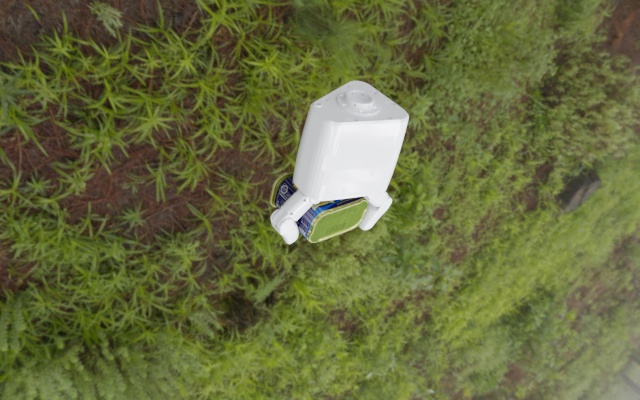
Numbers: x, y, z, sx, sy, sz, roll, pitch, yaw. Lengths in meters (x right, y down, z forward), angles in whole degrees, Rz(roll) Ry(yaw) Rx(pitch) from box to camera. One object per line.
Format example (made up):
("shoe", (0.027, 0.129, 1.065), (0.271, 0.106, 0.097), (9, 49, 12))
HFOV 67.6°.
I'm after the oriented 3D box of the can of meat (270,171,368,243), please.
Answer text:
("can of meat", (0.000, 0.002, 0.624), (0.102, 0.057, 0.084), (-18, 50, -38))
